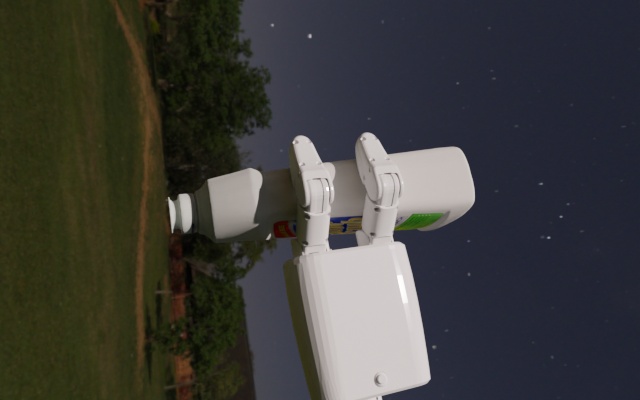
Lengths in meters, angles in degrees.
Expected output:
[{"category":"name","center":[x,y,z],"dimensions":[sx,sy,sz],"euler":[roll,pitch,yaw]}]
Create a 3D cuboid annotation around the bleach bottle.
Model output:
[{"category":"bleach bottle","center":[0.000,0.001,0.413],"dimensions":[0.251,0.068,0.102],"euler":[-6,-15,-19]}]
